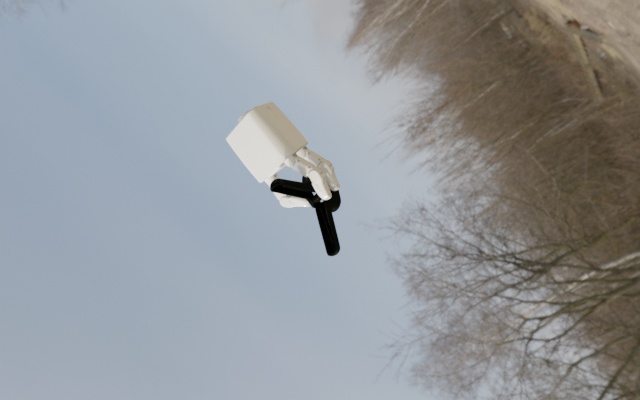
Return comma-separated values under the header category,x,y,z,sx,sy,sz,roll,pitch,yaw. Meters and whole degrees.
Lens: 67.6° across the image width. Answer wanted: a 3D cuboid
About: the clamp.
category,x,y,z,sx,sy,sz,roll,pitch,yaw
clamp,0.000,0.003,0.875,0.036,0.164,0.210,-35,5,25
